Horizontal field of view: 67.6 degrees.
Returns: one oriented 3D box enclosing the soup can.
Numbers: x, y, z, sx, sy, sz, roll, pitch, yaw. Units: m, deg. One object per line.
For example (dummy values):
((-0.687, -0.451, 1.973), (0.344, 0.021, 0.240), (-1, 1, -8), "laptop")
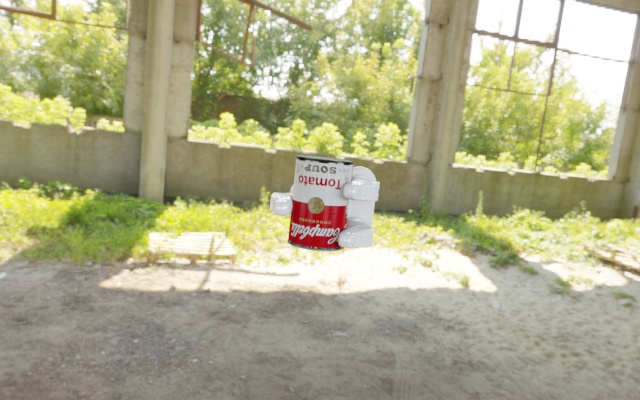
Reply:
((0.000, 0.002, 0.554), (0.068, 0.102, 0.068), (6, 7, -1), "soup can")
